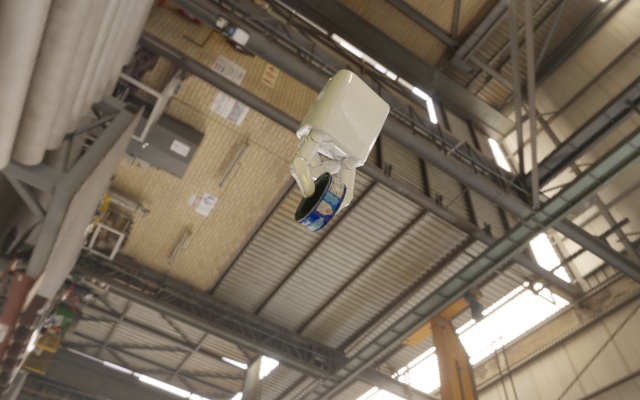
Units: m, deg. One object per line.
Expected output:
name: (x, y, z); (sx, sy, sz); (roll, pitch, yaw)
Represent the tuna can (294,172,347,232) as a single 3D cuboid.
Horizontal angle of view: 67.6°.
tuna can: (0.001, 0.003, 0.699); (0.034, 0.086, 0.086); (34, -10, -15)
